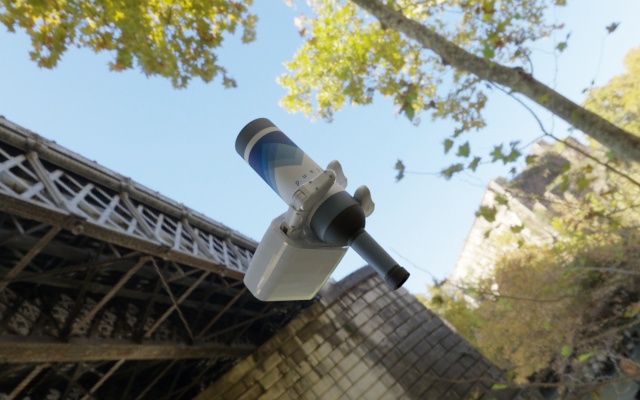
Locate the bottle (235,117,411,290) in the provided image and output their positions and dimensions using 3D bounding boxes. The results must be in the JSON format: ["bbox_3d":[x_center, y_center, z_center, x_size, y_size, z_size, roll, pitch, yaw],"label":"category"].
[{"bbox_3d":[0.000,0.002,0.615,0.295,0.069,0.069,44,23,26],"label":"bottle"}]
